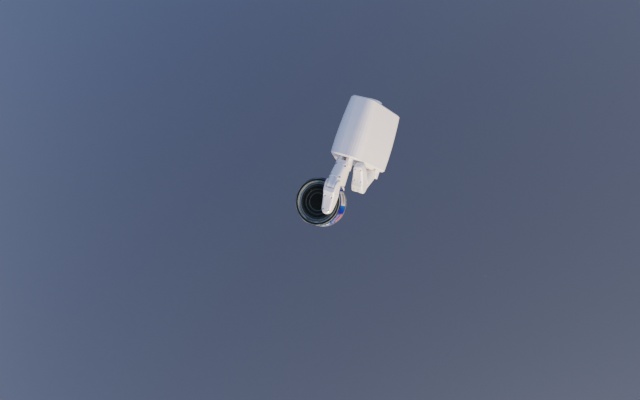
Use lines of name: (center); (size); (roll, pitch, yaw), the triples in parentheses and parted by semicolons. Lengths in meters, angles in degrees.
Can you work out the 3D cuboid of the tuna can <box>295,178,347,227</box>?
tuna can: (0.000, 0.003, 0.837); (0.086, 0.086, 0.034); (0, -3, 21)
